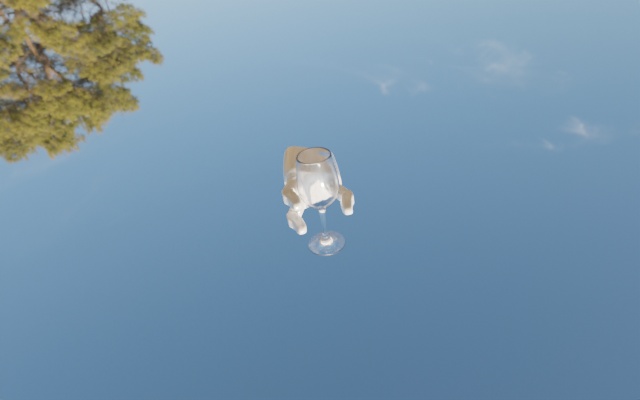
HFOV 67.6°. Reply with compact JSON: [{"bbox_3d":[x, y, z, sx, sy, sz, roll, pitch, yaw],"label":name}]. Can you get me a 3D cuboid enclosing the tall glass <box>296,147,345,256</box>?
[{"bbox_3d":[0.000,0.004,0.886,0.079,0.201,0.079,-6,34,4],"label":"tall glass"}]
